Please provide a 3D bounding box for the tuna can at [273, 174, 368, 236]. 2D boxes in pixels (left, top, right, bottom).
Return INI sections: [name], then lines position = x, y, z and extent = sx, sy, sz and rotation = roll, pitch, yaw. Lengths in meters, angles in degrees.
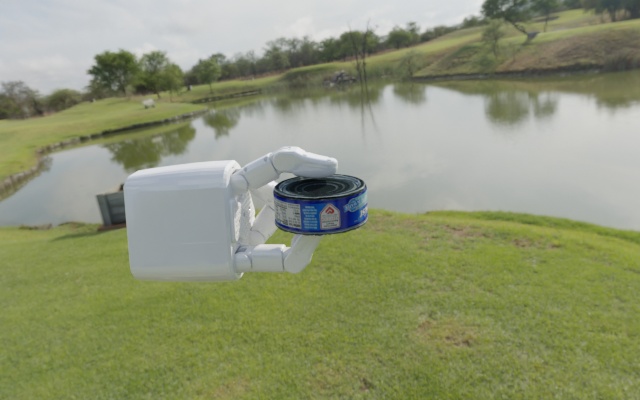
[tuna can]
position = 0.000, 0.001, 0.432
extent = 0.086, 0.034, 0.086
rotation = -3, 17, 1
